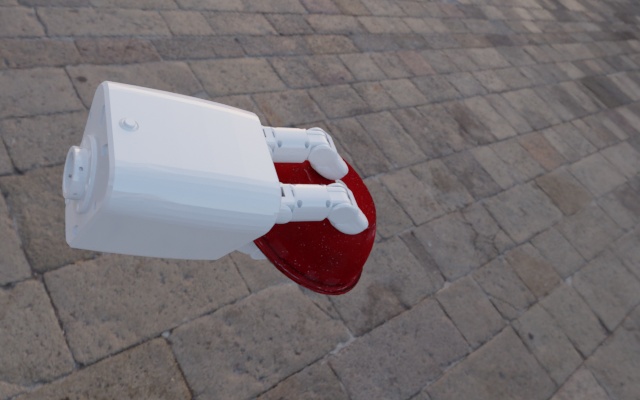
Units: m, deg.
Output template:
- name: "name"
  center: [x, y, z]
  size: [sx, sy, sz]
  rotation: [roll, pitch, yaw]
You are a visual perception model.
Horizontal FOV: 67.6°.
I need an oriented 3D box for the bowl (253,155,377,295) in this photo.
- name: "bowl"
  center: [0.001, 0.001, 0.434]
  size: [0.055, 0.162, 0.162]
  rotation: [-39, -21, 28]
